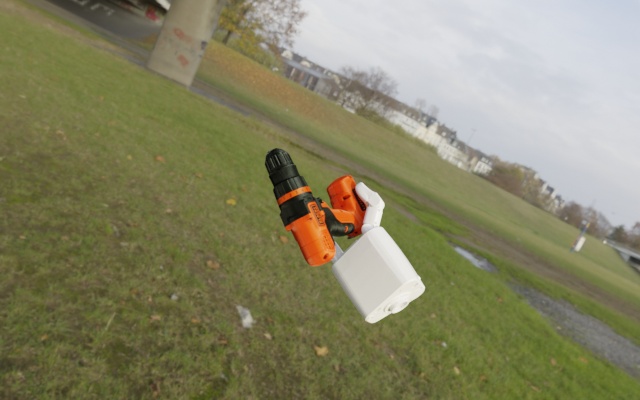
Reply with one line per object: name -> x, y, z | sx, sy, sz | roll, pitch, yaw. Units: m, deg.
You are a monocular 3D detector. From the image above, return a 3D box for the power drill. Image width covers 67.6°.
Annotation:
power drill -> 0.001, 0.003, 0.755 | 0.057, 0.184, 0.187 | -28, -9, 31
